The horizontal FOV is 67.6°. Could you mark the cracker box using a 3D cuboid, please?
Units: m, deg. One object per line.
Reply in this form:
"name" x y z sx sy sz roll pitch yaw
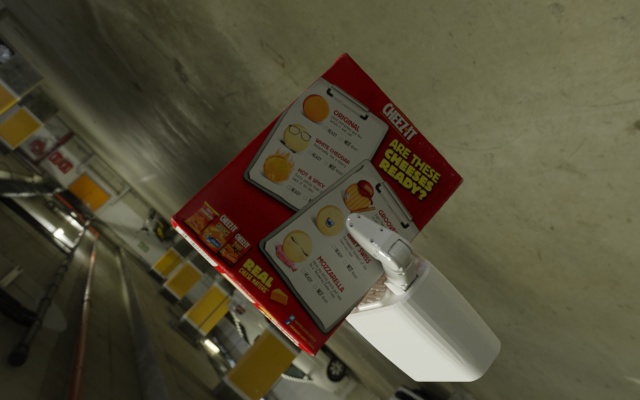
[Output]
"cracker box" 0.000 0.002 0.437 0.213 0.164 0.072 -47 8 -16
